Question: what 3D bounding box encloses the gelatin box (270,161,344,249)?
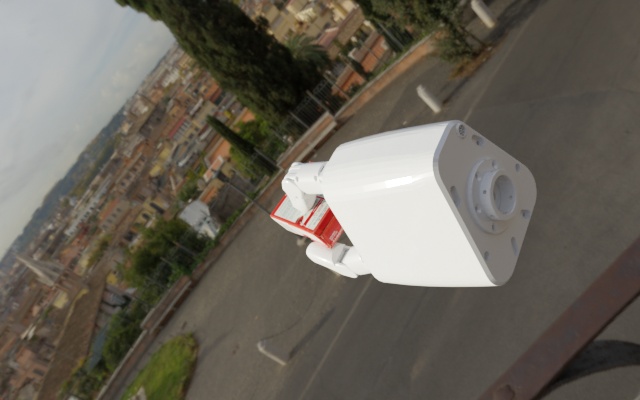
[{"bbox_3d":[0.000,0.001,0.466,0.030,0.073,0.089,42,-14,-31],"label":"gelatin box"}]
